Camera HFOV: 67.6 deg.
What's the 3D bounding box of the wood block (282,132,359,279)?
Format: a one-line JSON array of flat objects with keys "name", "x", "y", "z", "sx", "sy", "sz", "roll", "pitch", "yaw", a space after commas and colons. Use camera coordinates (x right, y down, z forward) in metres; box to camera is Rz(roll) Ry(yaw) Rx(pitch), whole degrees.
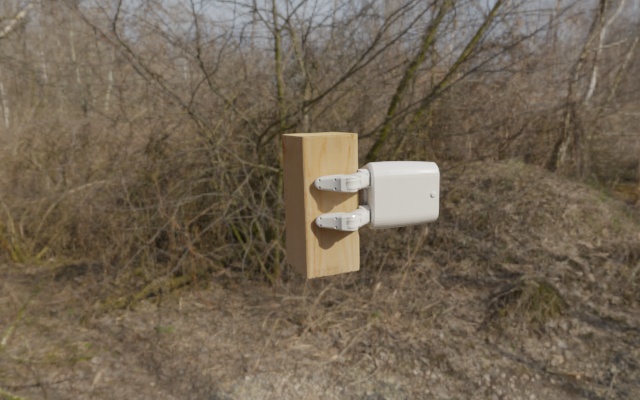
[{"name": "wood block", "x": 0.000, "y": 0.002, "z": 0.729, "sx": 0.090, "sy": 0.206, "sz": 0.091, "roll": -6, "pitch": 12, "yaw": -22}]
